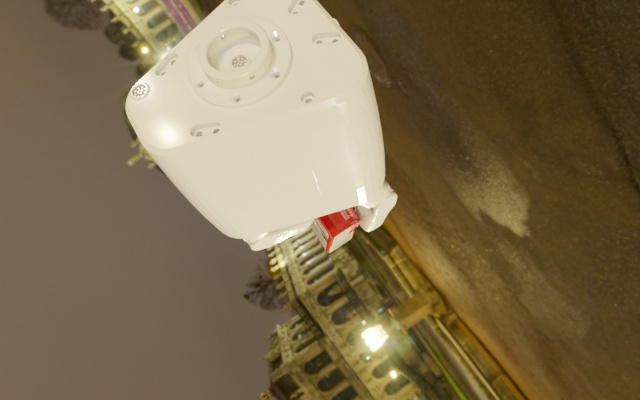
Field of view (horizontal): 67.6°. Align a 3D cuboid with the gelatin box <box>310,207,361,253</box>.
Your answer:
[{"bbox_3d":[0.000,0.002,0.403,0.030,0.073,0.089,-31,-11,-8],"label":"gelatin box"}]
